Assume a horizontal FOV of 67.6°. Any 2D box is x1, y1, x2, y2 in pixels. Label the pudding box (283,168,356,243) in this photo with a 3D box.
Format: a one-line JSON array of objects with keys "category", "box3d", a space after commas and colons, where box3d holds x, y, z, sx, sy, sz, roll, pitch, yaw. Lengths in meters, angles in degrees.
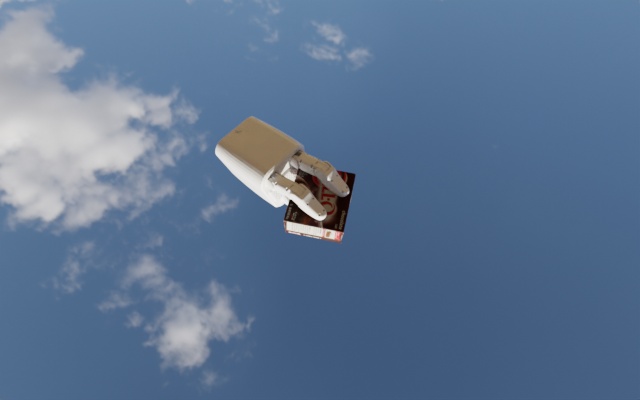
[{"category": "pudding box", "box3d": [0.000, 0.002, 0.724, 0.090, 0.113, 0.039, 10, -32, 5]}]
